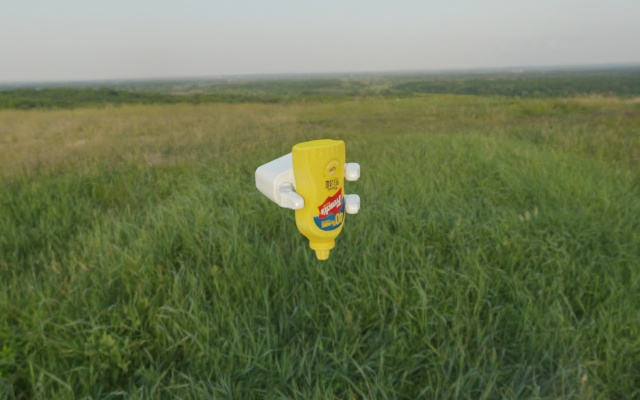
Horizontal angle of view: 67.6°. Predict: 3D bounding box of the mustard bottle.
[{"bbox_3d":[0.000,0.002,0.764,0.058,0.192,0.096,10,19,38],"label":"mustard bottle"}]
